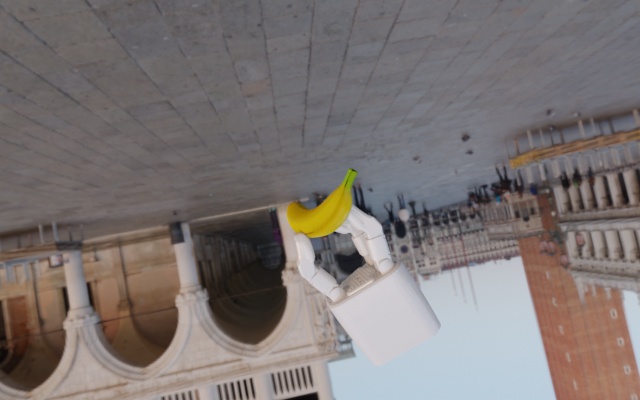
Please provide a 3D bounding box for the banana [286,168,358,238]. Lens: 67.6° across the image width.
[{"bbox_3d":[-0.005,0.017,0.631,0.037,0.069,0.198,30,-24,-18],"label":"banana"}]
